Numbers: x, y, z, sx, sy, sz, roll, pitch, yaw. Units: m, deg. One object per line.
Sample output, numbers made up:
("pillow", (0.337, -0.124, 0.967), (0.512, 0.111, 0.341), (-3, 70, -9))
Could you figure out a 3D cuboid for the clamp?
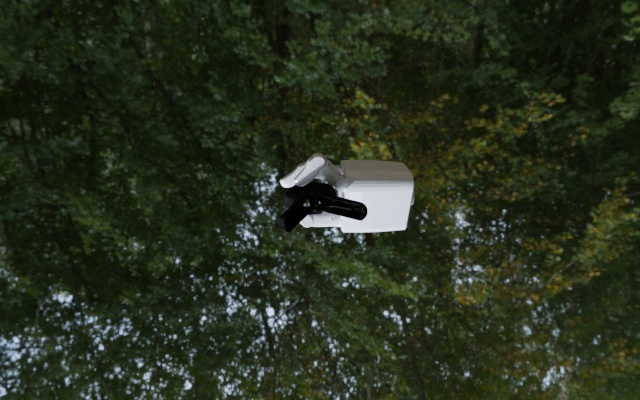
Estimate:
("clamp", (0.000, 0.003, 0.696), (0.120, 0.039, 0.171), (-1, 20, -3))
